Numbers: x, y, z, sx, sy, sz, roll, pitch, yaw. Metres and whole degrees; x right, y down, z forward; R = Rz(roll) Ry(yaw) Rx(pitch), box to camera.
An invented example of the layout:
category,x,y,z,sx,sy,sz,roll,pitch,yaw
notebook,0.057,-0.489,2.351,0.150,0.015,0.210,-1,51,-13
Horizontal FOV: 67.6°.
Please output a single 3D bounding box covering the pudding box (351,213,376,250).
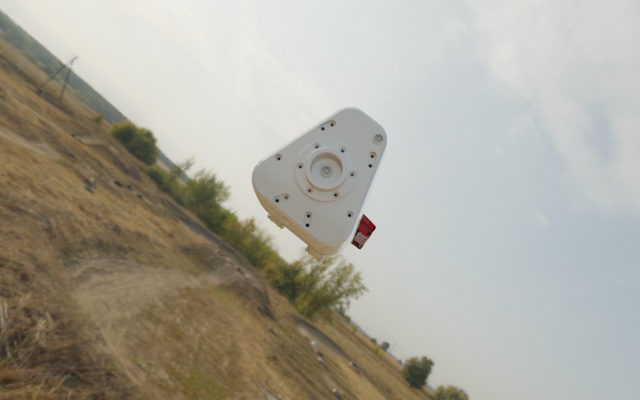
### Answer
category,x,y,z,sx,sy,sz,roll,pitch,yaw
pudding box,0.000,0.002,0.539,0.113,0.039,0.090,37,-4,34
